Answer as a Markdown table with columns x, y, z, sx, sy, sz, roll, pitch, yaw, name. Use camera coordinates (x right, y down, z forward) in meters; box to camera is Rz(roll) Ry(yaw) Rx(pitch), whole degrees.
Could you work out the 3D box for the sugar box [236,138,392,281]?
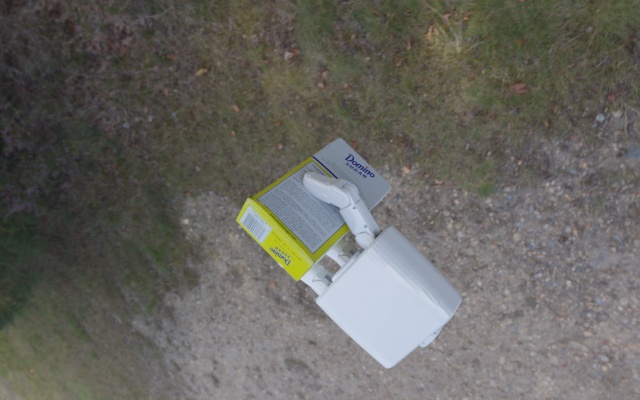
| x | y | z | sx | sy | sz | roll | pitch | yaw | name |
| --- | --- | --- | --- | --- | --- | --- | --- | --- | --- |
| 0.000 | 0.002 | 0.535 | 0.176 | 0.093 | 0.048 | -37 | -10 | -48 | sugar box |
